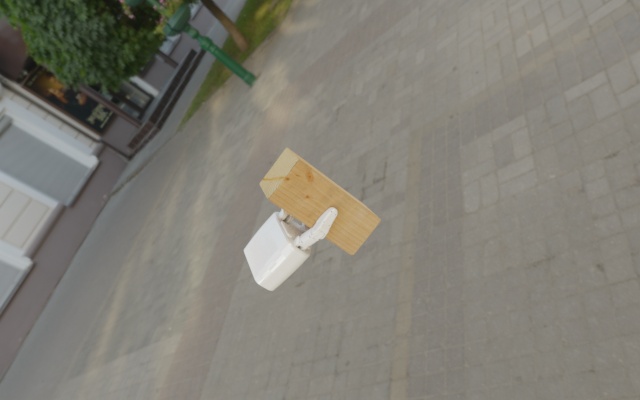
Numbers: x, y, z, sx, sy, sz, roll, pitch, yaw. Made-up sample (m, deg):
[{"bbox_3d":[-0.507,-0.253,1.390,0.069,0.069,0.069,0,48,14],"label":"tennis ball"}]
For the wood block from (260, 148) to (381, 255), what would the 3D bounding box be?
[{"bbox_3d":[0.000,0.003,0.895,0.206,0.090,0.090,35,7,-26],"label":"wood block"}]
